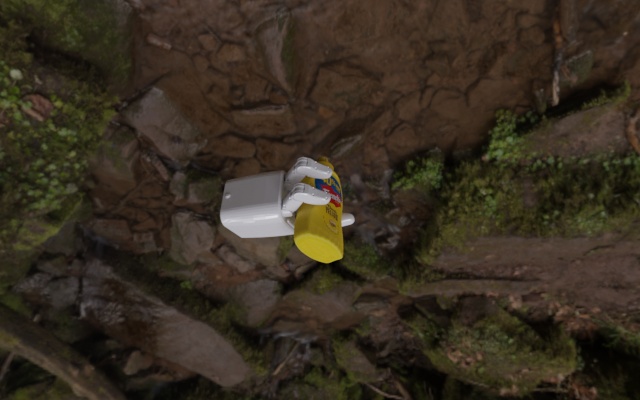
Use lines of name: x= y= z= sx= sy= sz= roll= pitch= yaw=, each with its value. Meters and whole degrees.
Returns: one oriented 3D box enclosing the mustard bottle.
mustard bottle: x=0.000 y=0.003 z=0.808 sx=0.058 sy=0.191 sz=0.096 roll=-24 pitch=-44 yaw=31
